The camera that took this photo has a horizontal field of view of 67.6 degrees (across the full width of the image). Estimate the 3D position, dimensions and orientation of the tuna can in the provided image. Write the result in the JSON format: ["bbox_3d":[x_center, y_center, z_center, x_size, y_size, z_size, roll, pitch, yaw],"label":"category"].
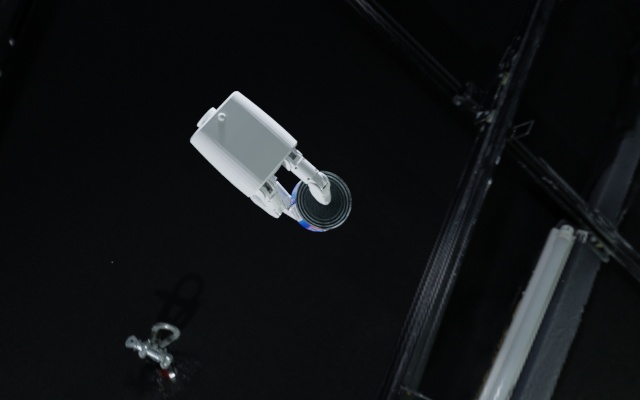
[{"bbox_3d":[0.000,0.002,0.702,0.086,0.086,0.034,0,-10,-19],"label":"tuna can"}]
